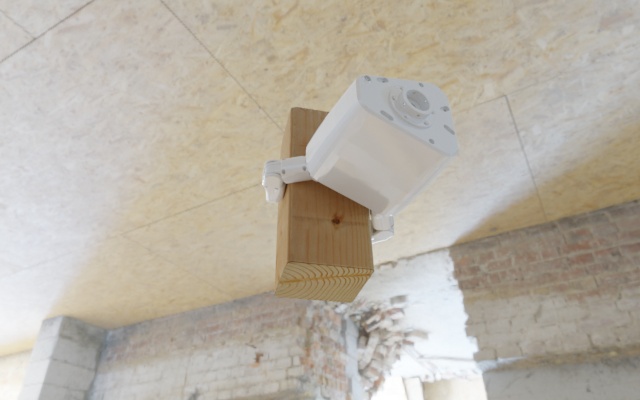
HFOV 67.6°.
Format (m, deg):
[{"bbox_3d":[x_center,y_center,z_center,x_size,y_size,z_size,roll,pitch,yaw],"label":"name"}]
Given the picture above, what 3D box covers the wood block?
[{"bbox_3d":[0.000,0.002,0.552,0.091,0.206,0.090,7,-35,-11],"label":"wood block"}]
